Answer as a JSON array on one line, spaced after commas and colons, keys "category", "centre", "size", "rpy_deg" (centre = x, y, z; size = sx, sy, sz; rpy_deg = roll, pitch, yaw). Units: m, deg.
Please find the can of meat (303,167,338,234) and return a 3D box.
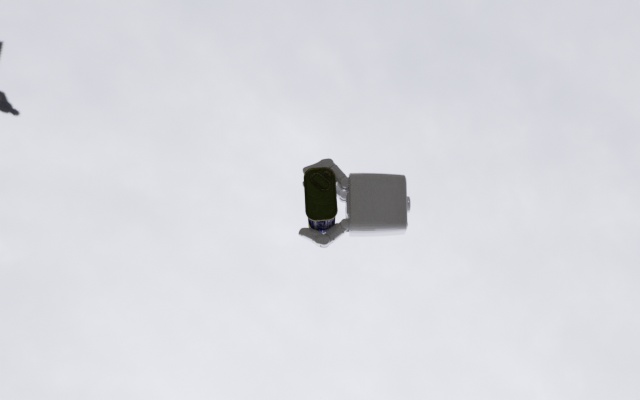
[{"category": "can of meat", "centre": [0.000, 0.003, 0.876], "size": [0.057, 0.102, 0.084], "rpy_deg": [-4, -22, -1]}]
